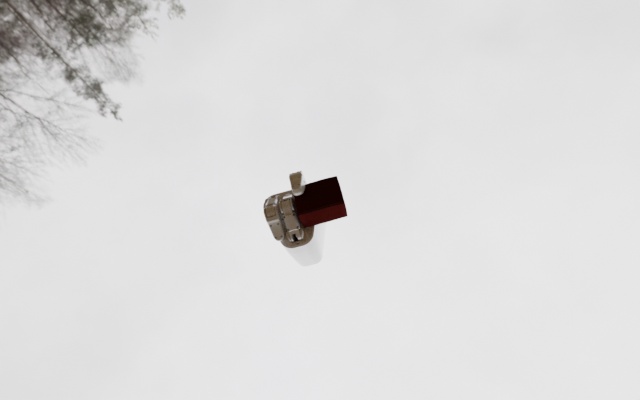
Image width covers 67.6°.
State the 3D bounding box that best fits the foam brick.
[{"bbox_3d":[0.000,0.003,0.778,0.078,0.053,0.051,-15,-30,5],"label":"foam brick"}]
